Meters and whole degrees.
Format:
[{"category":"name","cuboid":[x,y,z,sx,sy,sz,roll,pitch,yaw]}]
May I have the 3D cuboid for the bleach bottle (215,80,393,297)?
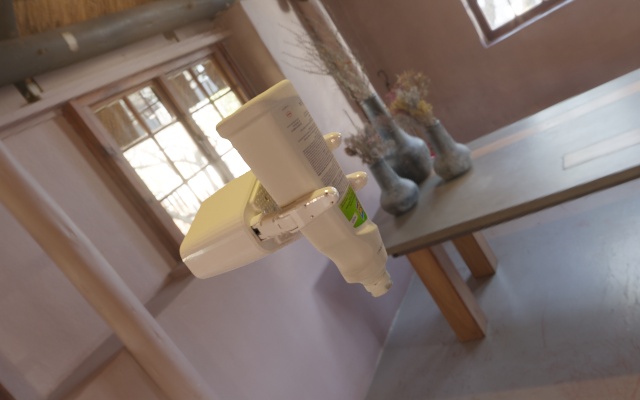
[{"category":"bleach bottle","cuboid":[0.000,0.002,0.504,0.068,0.251,0.102,-26,15,29]}]
